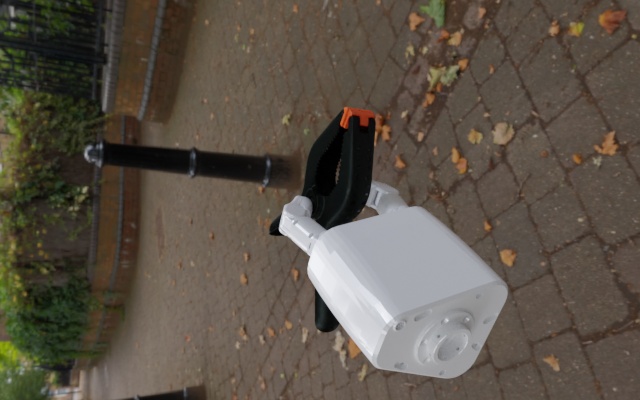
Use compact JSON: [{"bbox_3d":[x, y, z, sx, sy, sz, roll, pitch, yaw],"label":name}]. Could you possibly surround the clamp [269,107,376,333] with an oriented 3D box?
[{"bbox_3d":[0.000,0.001,0.483,0.036,0.210,0.164,1,27,-30],"label":"clamp"}]
